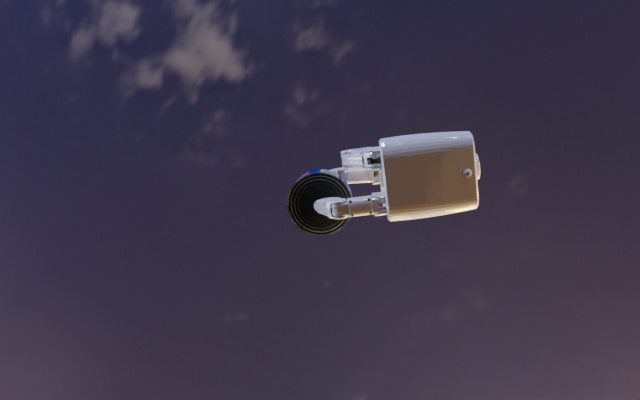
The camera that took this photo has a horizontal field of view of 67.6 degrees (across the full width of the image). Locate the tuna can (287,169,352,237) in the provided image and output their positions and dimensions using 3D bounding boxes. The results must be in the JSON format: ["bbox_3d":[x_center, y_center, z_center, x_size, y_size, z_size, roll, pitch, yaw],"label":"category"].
[{"bbox_3d":[0.000,0.002,0.633,0.086,0.086,0.033,0,14,4],"label":"tuna can"}]
